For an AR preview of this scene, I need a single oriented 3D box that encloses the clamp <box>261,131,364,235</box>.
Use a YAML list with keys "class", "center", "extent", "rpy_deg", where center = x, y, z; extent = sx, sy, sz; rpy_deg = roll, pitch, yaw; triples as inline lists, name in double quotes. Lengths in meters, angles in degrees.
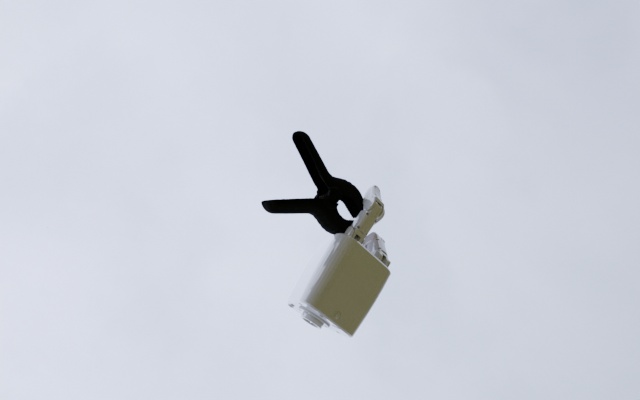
- class: "clamp"
  center: [0.000, 0.002, 0.644]
  extent: [0.171, 0.120, 0.039]
  rpy_deg: [42, -22, -21]
